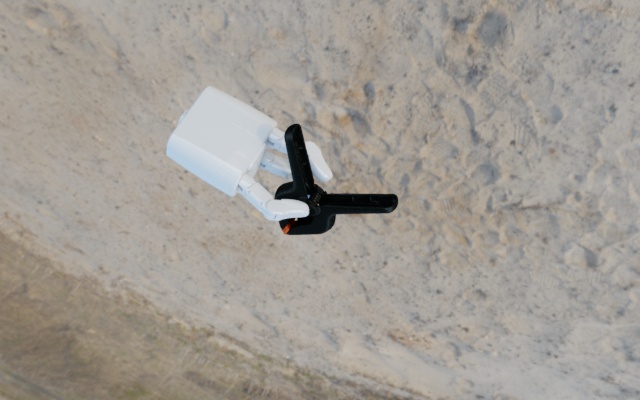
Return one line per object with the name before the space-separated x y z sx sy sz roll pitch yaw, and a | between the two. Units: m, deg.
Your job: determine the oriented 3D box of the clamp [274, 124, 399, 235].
clamp | -0.001 0.003 0.650 0.164 0.036 0.210 32 -35 0
